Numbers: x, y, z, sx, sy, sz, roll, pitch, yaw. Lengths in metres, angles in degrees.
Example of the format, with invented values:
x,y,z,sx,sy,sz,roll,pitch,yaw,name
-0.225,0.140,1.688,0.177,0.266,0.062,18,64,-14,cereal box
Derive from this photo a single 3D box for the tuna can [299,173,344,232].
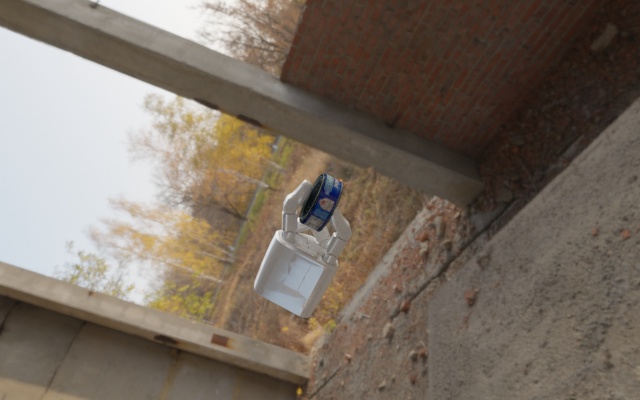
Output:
x,y,z,sx,sy,sz,roll,pitch,yaw,name
0.000,0.002,0.729,0.034,0.086,0.086,26,-6,-11,tuna can
